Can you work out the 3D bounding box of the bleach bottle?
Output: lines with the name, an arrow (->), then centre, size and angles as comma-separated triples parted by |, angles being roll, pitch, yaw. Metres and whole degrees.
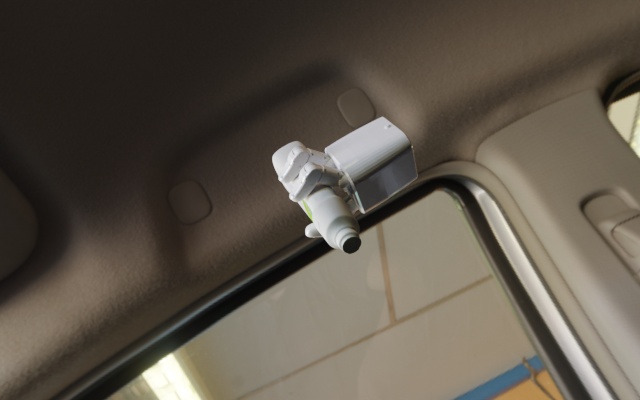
bleach bottle -> 0.000, 0.002, 0.730 | 0.068, 0.103, 0.250 | -32, 38, -3
